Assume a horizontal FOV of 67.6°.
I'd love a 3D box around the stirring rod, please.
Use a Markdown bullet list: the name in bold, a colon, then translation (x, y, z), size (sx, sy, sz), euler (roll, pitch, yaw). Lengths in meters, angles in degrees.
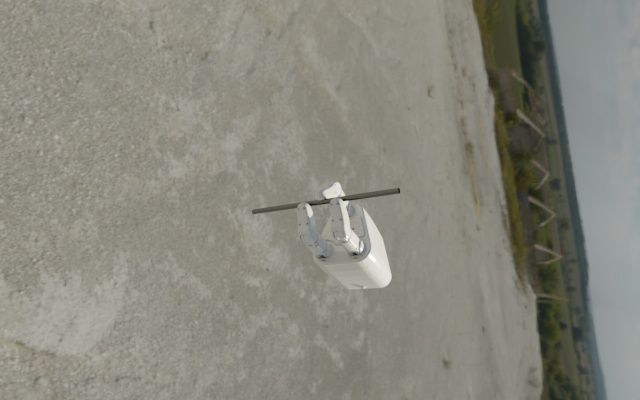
- **stirring rod**: translation (0.000, 0.002, 0.698), size (0.239, 0.011, 0.011), euler (-8, -4, 27)
